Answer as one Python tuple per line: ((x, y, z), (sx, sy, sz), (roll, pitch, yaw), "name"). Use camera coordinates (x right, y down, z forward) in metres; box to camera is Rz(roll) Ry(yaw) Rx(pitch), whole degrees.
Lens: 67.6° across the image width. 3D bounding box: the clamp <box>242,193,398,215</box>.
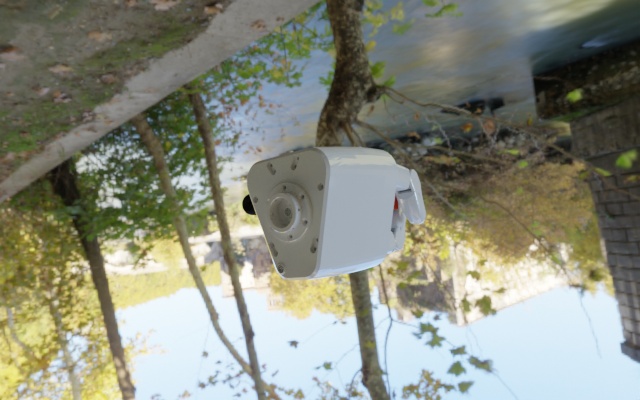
((0.000, 0.002, 0.541), (0.171, 0.039, 0.120), (-9, -3, 37), "clamp")
